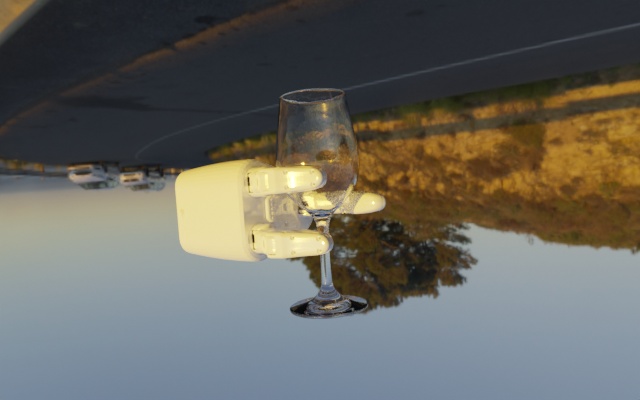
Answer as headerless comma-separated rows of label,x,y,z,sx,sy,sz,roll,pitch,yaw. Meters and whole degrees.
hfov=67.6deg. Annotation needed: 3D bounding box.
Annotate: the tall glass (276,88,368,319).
tall glass,0.000,0.002,0.446,0.079,0.201,0.079,-4,3,0
